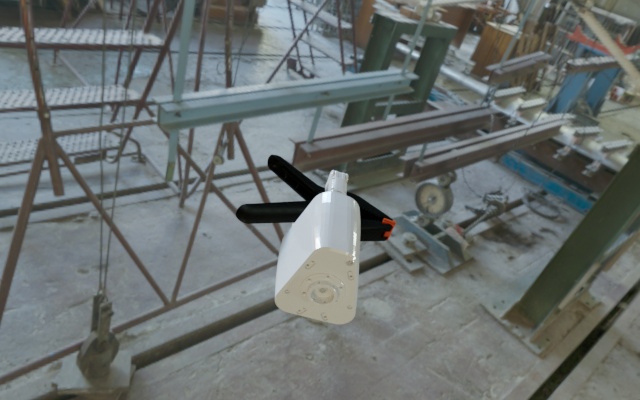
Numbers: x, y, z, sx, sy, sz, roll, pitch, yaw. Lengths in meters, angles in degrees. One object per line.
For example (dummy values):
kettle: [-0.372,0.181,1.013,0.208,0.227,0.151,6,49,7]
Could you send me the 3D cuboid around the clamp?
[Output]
clamp: [0.001,0.002,0.664,0.210,0.036,0.164,15,33,-6]
